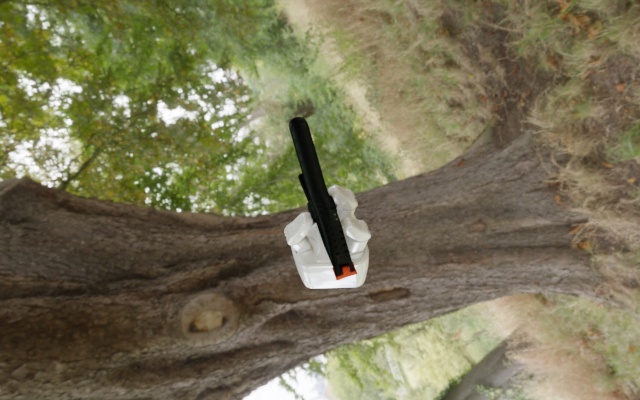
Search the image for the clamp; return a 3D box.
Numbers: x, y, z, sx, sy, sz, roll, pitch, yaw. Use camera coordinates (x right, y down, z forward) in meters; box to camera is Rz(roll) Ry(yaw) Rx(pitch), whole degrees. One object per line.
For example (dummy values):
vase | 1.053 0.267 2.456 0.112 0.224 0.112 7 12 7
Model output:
clamp | 0.000 0.003 0.639 0.036 0.209 0.165 -18 -31 -4
